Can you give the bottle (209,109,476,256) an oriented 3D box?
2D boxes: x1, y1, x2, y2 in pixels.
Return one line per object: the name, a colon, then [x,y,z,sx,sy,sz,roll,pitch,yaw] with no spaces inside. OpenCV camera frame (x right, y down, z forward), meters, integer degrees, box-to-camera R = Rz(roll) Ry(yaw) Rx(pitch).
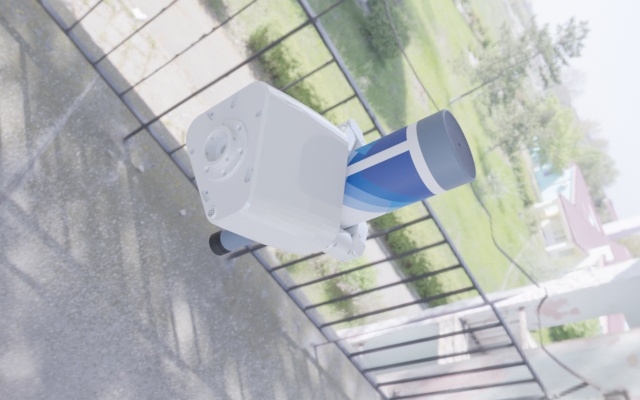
bottle: [0.000,0.002,0.476,0.296,0.069,0.069,-22,-12,29]
